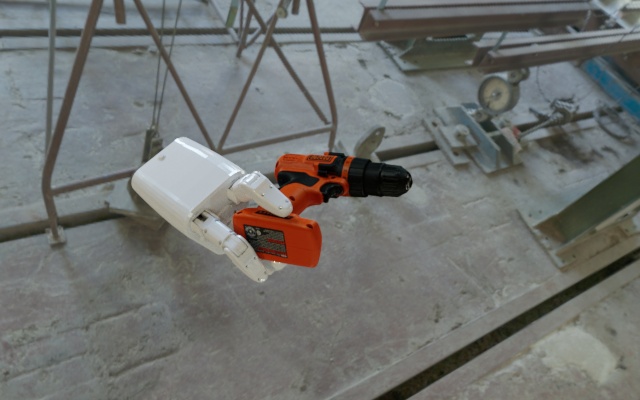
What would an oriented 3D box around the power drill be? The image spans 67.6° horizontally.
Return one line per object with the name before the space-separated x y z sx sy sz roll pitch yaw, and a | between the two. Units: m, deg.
power drill | 0.000 0.002 0.565 0.184 0.057 0.187 6 30 24
